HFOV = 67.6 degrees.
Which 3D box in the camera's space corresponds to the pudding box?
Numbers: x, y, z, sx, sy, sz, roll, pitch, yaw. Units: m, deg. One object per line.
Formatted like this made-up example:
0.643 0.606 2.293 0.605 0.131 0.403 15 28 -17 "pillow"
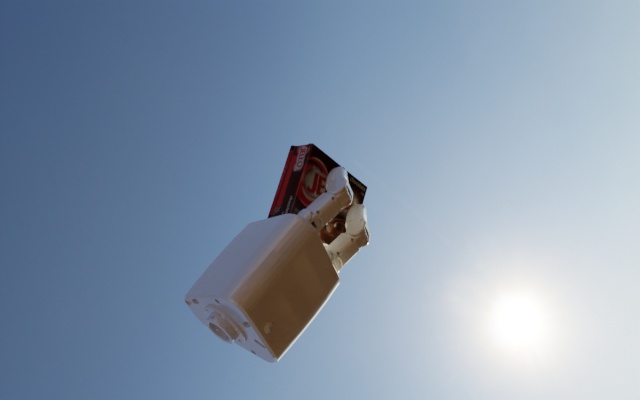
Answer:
0.000 0.002 0.534 0.039 0.090 0.113 3 -21 39 "pudding box"
